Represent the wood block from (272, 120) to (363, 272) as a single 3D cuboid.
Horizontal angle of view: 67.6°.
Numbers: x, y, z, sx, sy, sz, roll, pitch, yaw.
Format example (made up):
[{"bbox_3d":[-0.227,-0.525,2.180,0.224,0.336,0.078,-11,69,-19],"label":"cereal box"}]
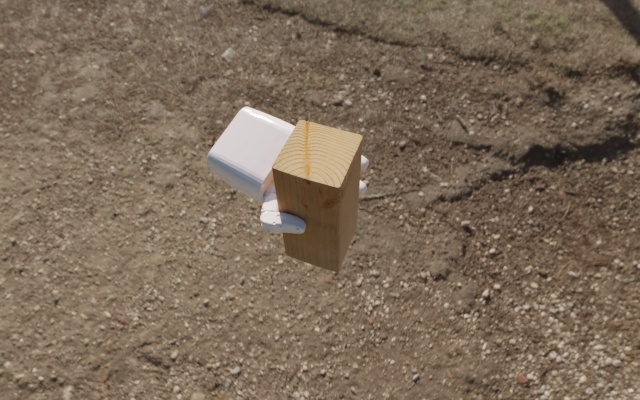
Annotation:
[{"bbox_3d":[0.000,0.002,0.663,0.090,0.090,0.206,17,-34,14],"label":"wood block"}]
